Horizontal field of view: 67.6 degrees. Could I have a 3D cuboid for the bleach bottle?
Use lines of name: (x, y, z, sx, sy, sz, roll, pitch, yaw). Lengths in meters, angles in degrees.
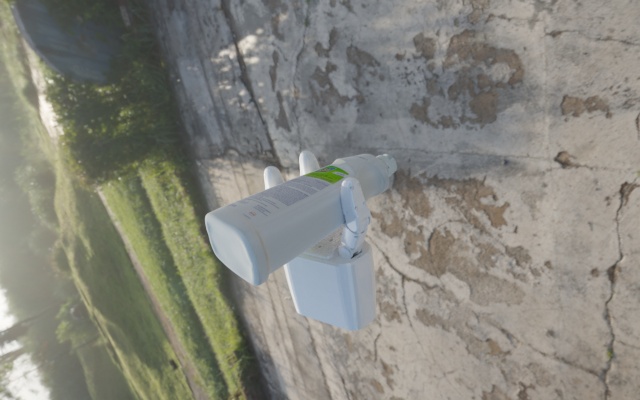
bleach bottle: (0.000, 0.002, 0.555, 0.251, 0.068, 0.102, -27, 32, -32)
